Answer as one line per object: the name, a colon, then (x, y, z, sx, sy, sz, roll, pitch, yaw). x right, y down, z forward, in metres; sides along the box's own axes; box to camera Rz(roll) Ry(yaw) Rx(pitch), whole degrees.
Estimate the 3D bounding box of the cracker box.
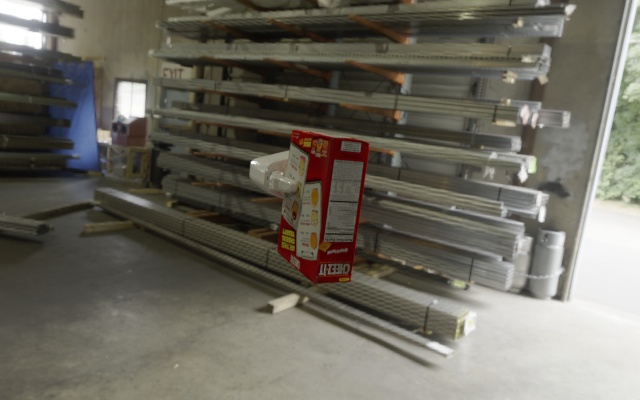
cracker box: (0.000, 0.002, 0.750, 0.072, 0.214, 0.164, 2, 10, -25)
